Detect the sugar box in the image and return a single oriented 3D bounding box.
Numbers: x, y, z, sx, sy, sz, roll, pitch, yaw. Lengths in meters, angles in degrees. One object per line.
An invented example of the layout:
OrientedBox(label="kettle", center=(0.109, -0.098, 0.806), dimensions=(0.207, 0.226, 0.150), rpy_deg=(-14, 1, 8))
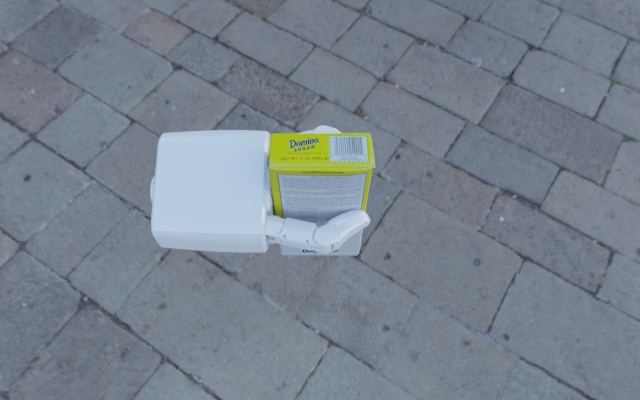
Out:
OrientedBox(label="sugar box", center=(0.000, 0.001, 0.491), dimensions=(0.093, 0.048, 0.176), rpy_deg=(0, -29, -1))
